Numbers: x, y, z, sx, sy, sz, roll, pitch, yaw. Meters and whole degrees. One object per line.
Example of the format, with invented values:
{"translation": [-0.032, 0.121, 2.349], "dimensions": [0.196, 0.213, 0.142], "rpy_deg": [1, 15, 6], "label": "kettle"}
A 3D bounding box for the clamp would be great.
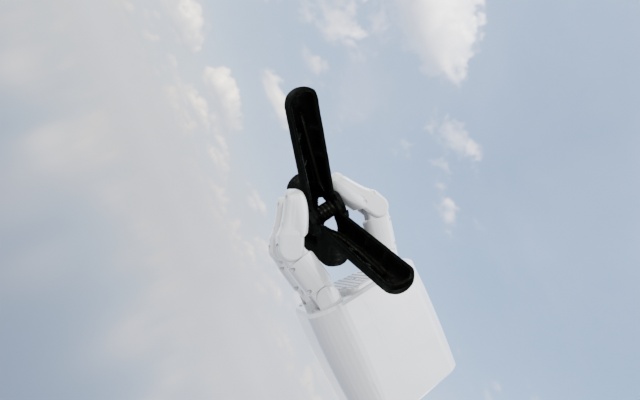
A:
{"translation": [0.001, 0.001, 0.423], "dimensions": [0.036, 0.164, 0.210], "rpy_deg": [-25, -1, -15], "label": "clamp"}
